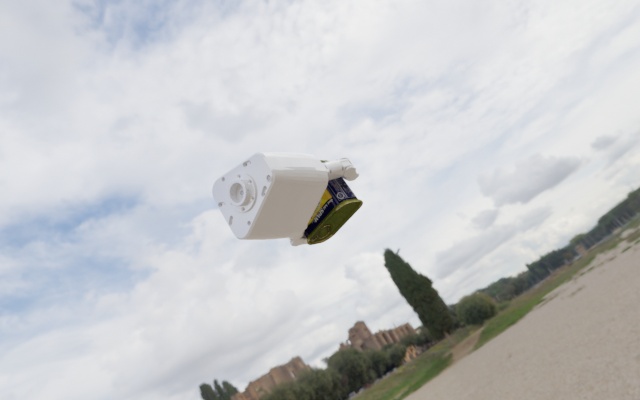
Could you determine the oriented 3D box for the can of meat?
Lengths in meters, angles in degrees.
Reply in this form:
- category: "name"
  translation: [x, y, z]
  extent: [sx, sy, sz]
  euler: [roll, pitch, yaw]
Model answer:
- category: "can of meat"
  translation: [0.000, 0.002, 0.711]
  extent: [0.057, 0.084, 0.102]
  euler: [-6, -35, -50]
